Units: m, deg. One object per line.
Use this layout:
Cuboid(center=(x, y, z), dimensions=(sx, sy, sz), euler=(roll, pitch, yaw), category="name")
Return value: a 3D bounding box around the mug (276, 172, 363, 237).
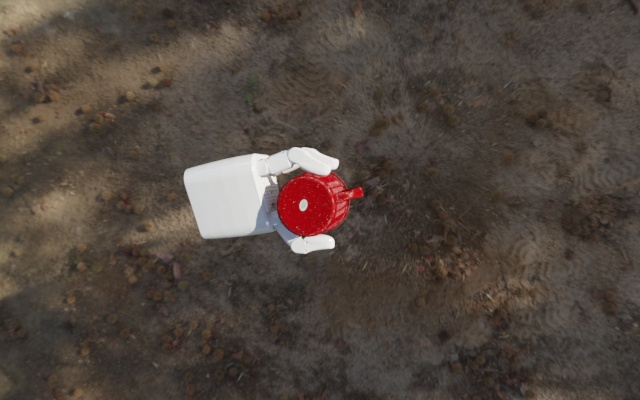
Cuboid(center=(0.001, 0.002, 0.649), dimensions=(0.117, 0.093, 0.081), euler=(-11, 3, 13), category="mug")
